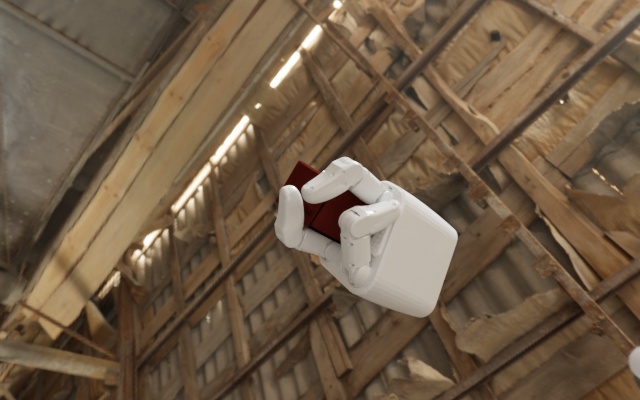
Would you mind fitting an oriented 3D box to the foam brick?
[{"bbox_3d":[0.000,0.001,0.493,0.051,0.053,0.078,29,4,-36],"label":"foam brick"}]
